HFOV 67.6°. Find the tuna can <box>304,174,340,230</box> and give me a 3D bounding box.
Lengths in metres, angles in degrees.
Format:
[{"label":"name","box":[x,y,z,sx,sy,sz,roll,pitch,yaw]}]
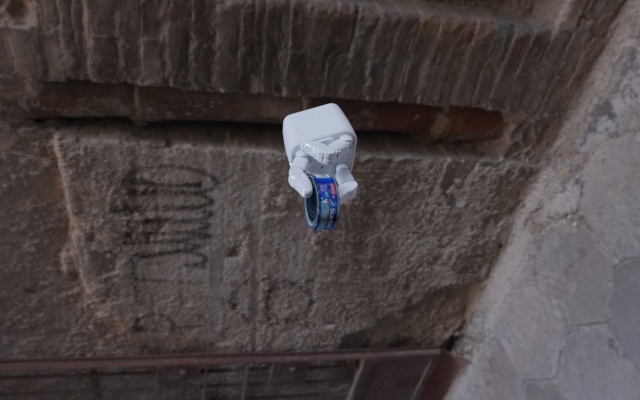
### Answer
[{"label":"tuna can","box":[0.000,0.002,0.734,0.034,0.086,0.086,-2,1,-17]}]
